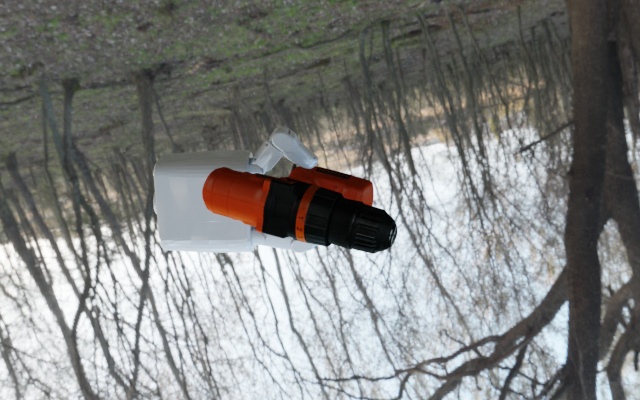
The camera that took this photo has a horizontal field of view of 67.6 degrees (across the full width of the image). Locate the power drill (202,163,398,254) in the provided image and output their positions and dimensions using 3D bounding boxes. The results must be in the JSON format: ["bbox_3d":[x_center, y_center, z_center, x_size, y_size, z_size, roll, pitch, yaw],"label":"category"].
[{"bbox_3d":[0.000,0.002,0.494,0.184,0.057,0.187,16,9,16],"label":"power drill"}]
